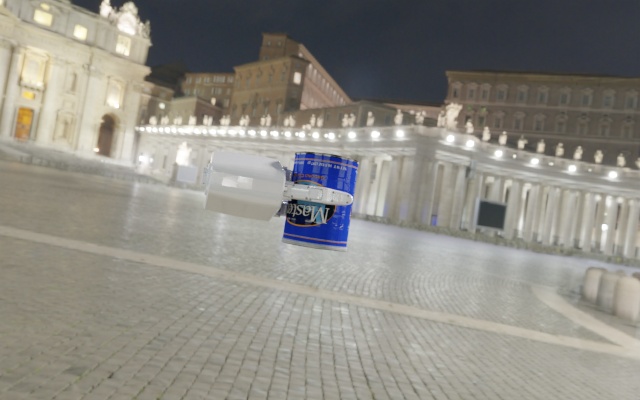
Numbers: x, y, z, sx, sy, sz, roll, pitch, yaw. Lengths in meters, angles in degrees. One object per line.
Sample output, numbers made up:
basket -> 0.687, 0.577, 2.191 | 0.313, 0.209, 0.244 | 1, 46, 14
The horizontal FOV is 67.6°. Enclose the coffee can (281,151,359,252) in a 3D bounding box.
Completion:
coffee can -> 0.000, 0.003, 0.744 | 0.103, 0.140, 0.103 | 9, -2, 0
